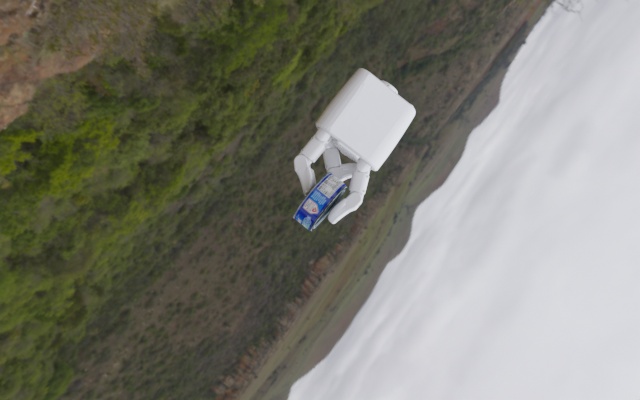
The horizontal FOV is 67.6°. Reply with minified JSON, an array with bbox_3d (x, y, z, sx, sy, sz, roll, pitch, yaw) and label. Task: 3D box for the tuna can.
[{"bbox_3d":[0.001,0.003,0.686,0.034,0.086,0.086,39,5,6],"label":"tuna can"}]
